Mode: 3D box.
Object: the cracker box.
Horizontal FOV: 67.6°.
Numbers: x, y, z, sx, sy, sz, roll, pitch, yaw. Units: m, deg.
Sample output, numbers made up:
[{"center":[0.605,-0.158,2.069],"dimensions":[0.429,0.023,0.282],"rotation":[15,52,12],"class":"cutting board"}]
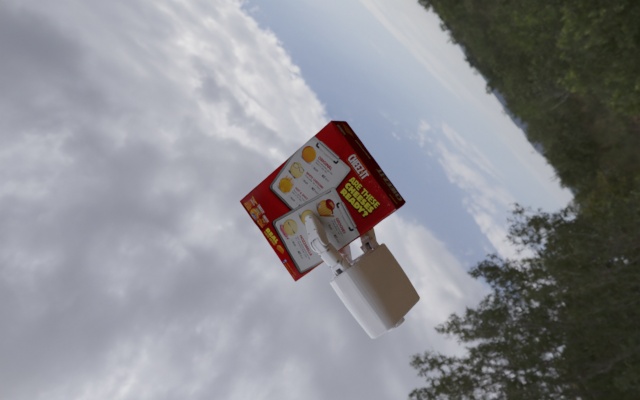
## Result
[{"center":[0.000,0.003,0.759],"dimensions":[0.214,0.164,0.072],"rotation":[-38,-7,25],"class":"cracker box"}]
